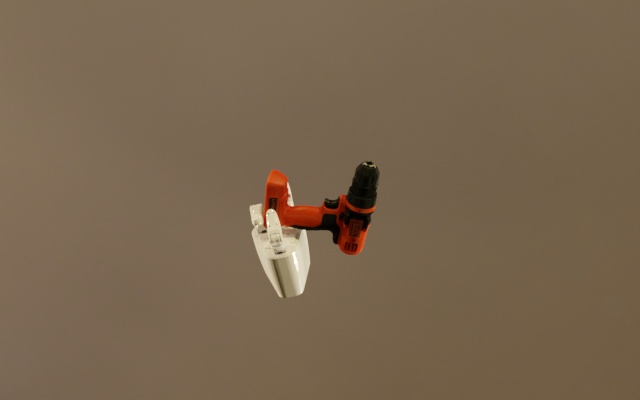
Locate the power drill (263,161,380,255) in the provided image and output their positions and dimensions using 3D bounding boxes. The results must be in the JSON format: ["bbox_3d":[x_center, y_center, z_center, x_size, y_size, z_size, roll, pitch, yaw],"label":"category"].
[{"bbox_3d":[0.000,0.003,0.821,0.187,0.184,0.057,12,31,3],"label":"power drill"}]
